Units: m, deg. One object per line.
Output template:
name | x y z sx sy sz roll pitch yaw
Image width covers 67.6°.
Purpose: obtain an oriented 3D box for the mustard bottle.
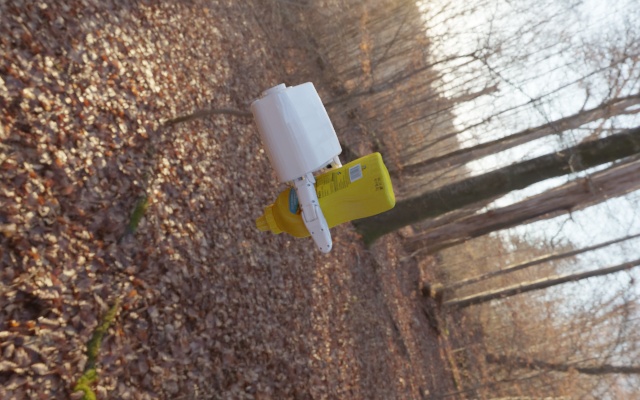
mustard bottle | 0.000 0.002 0.643 0.191 0.058 0.096 -20 36 13
